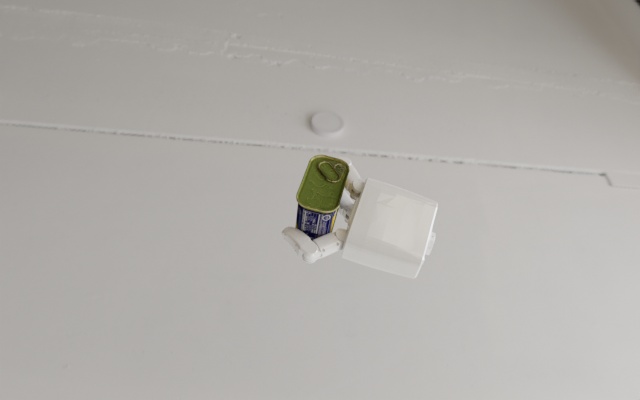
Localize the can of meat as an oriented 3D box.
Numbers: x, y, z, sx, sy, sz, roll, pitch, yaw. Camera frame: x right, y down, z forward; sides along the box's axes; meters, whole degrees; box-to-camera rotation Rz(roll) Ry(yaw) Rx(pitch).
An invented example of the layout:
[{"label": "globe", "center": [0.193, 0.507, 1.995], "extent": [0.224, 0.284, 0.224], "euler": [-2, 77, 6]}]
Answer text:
[{"label": "can of meat", "center": [0.000, 0.002, 0.663], "extent": [0.057, 0.102, 0.084], "euler": [14, -42, 4]}]
